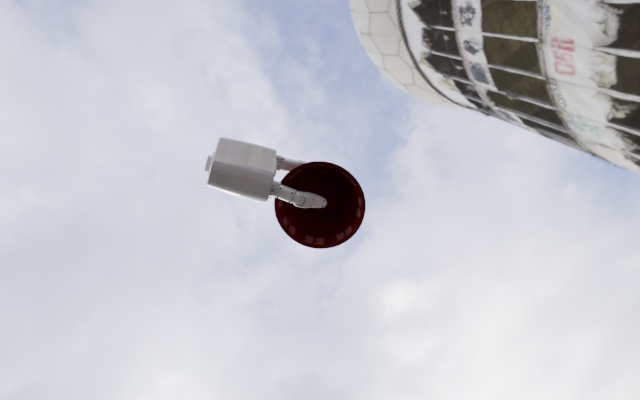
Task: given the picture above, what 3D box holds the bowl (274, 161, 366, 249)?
[{"bbox_3d":[0.001,0.003,0.860,0.162,0.162,0.055,0,17,4],"label":"bowl"}]
